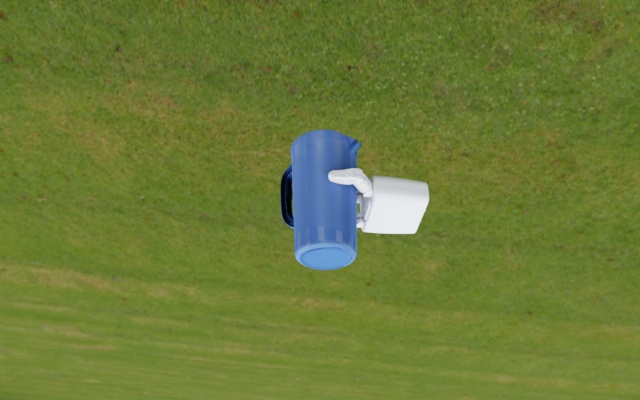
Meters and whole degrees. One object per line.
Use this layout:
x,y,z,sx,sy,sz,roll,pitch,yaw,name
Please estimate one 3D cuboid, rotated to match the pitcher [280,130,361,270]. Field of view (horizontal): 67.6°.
0.000,0.003,0.895,0.145,0.242,0.149,5,-32,-8,pitcher
